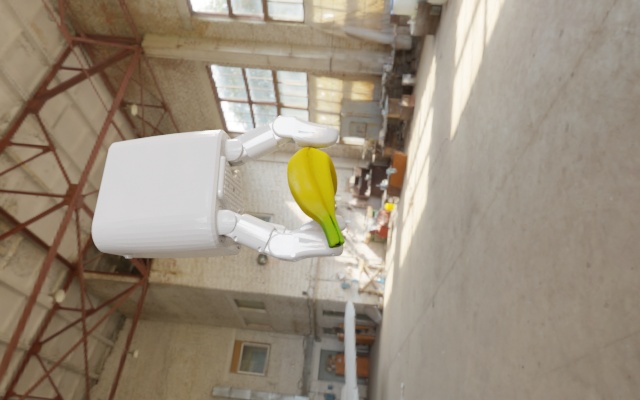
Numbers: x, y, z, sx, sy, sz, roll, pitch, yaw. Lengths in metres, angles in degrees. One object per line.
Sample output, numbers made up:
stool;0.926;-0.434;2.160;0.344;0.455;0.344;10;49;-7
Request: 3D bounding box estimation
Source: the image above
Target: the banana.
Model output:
banana;-0.005;-0.016;0.432;0.037;0.069;0.197;-13;12;5
